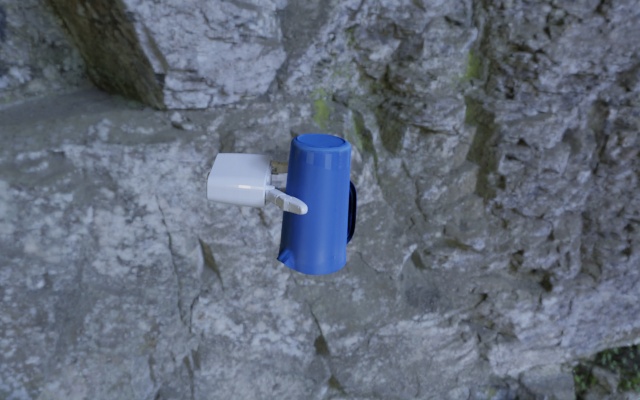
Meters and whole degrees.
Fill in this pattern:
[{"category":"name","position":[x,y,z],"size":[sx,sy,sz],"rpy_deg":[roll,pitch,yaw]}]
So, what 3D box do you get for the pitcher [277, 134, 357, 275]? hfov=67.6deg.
[{"category":"pitcher","position":[0.000,0.003,0.893],"size":[0.145,0.243,0.149],"rpy_deg":[6,21,2]}]
